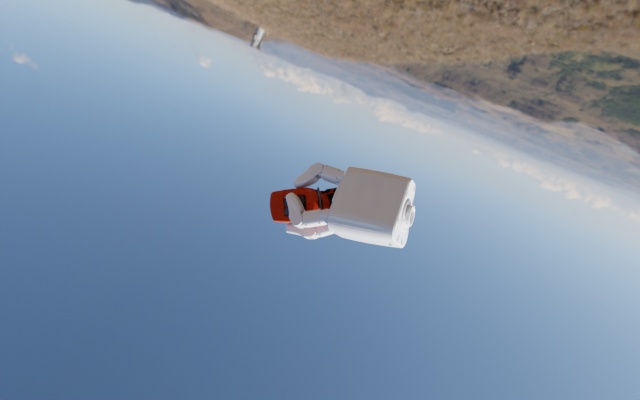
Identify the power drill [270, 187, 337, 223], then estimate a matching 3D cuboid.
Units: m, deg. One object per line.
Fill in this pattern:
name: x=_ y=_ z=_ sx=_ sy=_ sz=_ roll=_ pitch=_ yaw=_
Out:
power drill: x=0.000 y=0.003 z=0.864 sx=0.184 sy=0.057 sz=0.187 roll=-5 pitch=1 yaw=41
